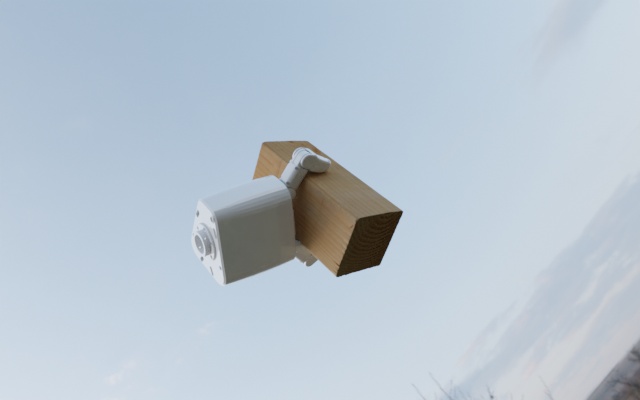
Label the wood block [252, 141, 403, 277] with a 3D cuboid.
[{"bbox_3d":[0.000,0.002,0.662,0.090,0.091,0.206,-7,36,-42],"label":"wood block"}]
